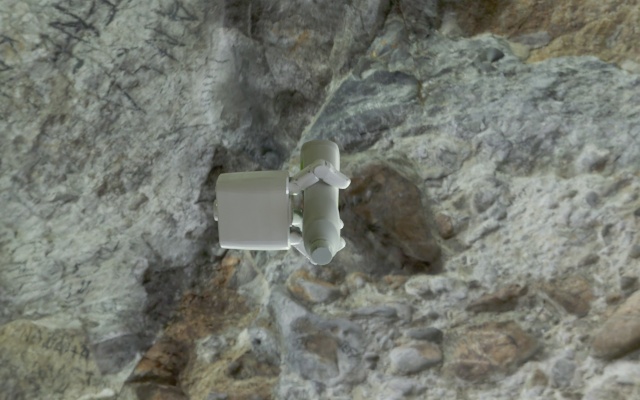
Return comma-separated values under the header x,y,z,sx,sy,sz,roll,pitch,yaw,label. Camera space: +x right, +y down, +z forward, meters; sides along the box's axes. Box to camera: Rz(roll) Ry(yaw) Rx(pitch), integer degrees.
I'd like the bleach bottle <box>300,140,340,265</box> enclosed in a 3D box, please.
x,y,z,sx,sy,sz,roll,pitch,yaw,label
0.000,0.002,0.729,0.068,0.103,0.250,-1,30,-1,bleach bottle
